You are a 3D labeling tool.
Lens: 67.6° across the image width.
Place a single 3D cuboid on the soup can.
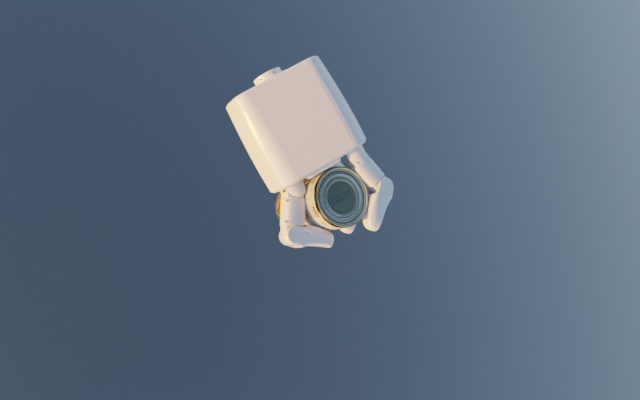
[{"bbox_3d":[0.000,0.002,0.545,0.068,0.068,0.102,0,-7,-29],"label":"soup can"}]
